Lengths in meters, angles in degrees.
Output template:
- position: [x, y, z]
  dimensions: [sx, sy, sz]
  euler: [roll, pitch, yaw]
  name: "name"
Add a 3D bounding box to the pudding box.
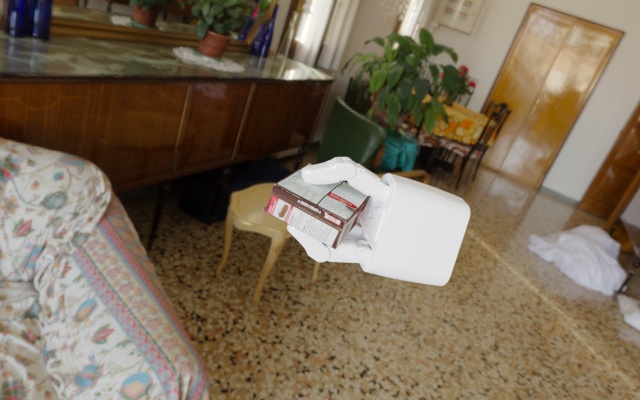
- position: [0.000, 0.002, 0.544]
  dimensions: [0.090, 0.039, 0.113]
  euler: [27, 21, 10]
  name: "pudding box"
